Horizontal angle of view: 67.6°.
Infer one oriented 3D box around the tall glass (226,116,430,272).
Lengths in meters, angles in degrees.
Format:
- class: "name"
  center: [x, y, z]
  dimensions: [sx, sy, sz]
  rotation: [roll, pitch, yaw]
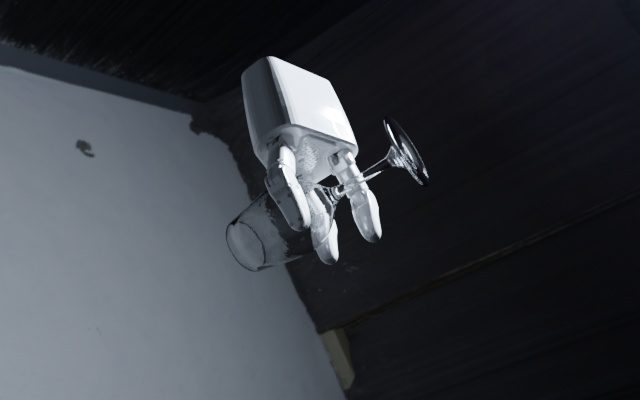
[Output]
- class: "tall glass"
  center: [0.001, 0.001, 0.470]
  dimensions: [0.201, 0.079, 0.079]
  rotation: [-31, -13, 22]
